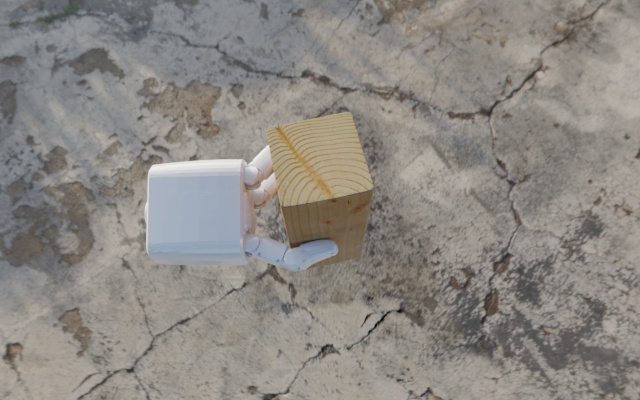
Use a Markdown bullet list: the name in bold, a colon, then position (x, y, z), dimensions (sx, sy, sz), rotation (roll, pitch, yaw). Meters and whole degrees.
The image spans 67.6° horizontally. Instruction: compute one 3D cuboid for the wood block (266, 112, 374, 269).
- **wood block**: position (0.000, 0.002, 0.547), dimensions (0.090, 0.090, 0.206), rotation (-12, -24, -4)
